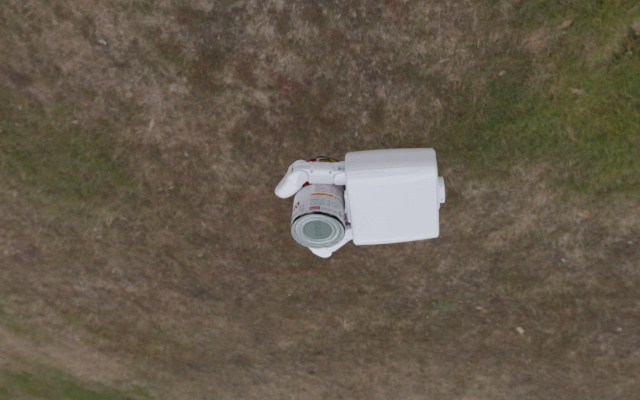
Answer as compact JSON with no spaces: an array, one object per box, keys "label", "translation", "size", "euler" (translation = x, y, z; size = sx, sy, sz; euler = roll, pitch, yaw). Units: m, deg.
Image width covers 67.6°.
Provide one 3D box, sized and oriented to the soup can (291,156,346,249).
[{"label":"soup can","translation":[0.000,0.002,0.603],"size":[0.068,0.102,0.069],"euler":[2,-44,2]}]
